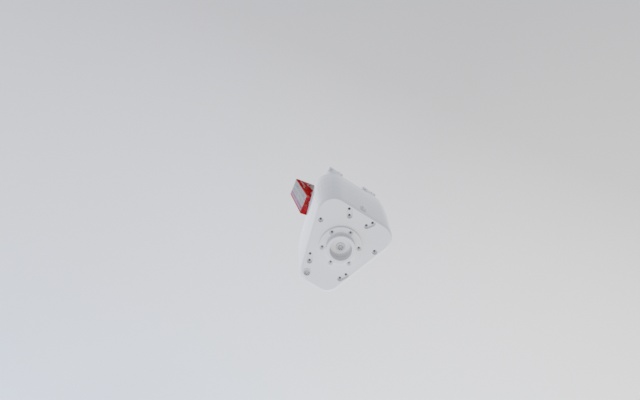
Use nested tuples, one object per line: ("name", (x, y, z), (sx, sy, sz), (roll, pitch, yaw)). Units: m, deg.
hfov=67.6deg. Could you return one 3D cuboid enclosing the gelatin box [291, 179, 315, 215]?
("gelatin box", (0.000, 0.003, 0.706), (0.073, 0.030, 0.089), (19, 13, -19))
